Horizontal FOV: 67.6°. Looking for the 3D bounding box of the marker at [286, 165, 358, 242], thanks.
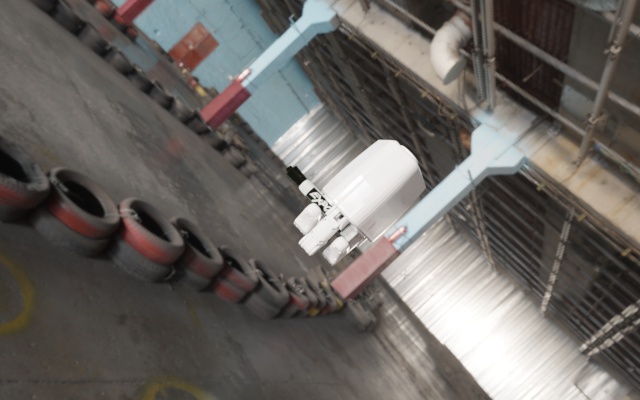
[{"bbox_3d":[0.000,0.002,0.598,0.020,0.121,0.020,-42,-7,-7],"label":"marker"}]
